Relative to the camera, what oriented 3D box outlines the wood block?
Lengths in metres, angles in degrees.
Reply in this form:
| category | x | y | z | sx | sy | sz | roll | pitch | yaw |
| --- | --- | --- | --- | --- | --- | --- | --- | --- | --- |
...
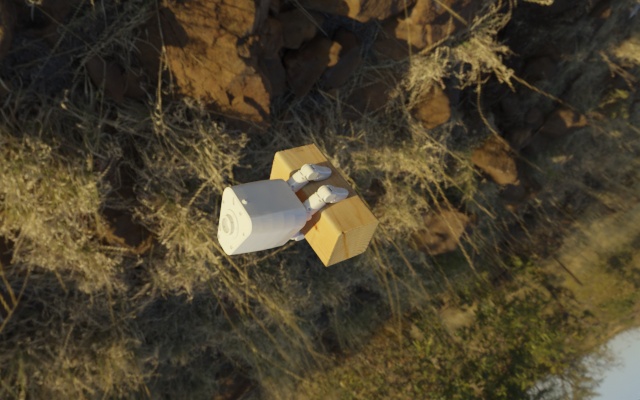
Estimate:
| category | x | y | z | sx | sy | sz | roll | pitch | yaw |
| --- | --- | --- | --- | --- | --- | --- | --- | --- | --- |
| wood block | 0.000 | 0.003 | 0.856 | 0.090 | 0.206 | 0.091 | -17 | -35 | -31 |
